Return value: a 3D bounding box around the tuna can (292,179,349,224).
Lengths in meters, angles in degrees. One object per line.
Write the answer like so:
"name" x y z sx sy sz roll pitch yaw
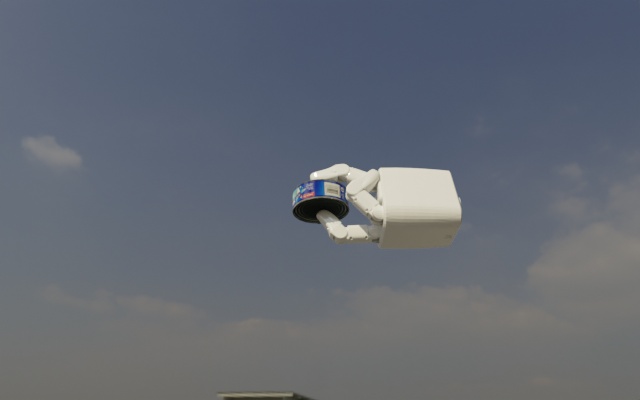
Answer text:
"tuna can" 0.000 0.002 0.726 0.086 0.033 0.086 -2 -28 -1
